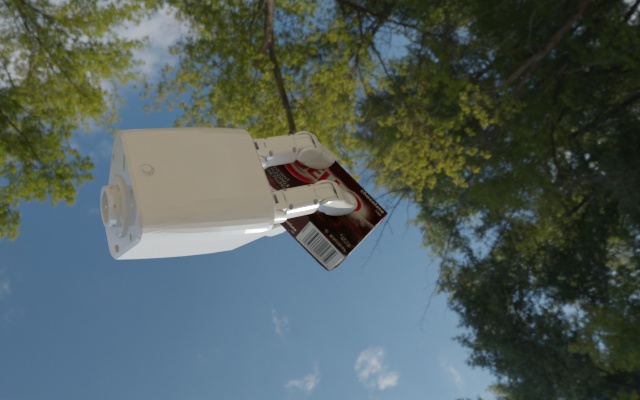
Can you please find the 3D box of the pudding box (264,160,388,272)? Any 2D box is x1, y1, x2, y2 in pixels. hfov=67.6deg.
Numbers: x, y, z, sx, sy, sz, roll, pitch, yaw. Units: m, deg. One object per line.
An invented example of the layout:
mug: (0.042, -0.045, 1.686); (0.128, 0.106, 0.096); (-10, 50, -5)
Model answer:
pudding box: (0.000, 0.002, 0.473); (0.090, 0.113, 0.039); (-39, -5, -46)
